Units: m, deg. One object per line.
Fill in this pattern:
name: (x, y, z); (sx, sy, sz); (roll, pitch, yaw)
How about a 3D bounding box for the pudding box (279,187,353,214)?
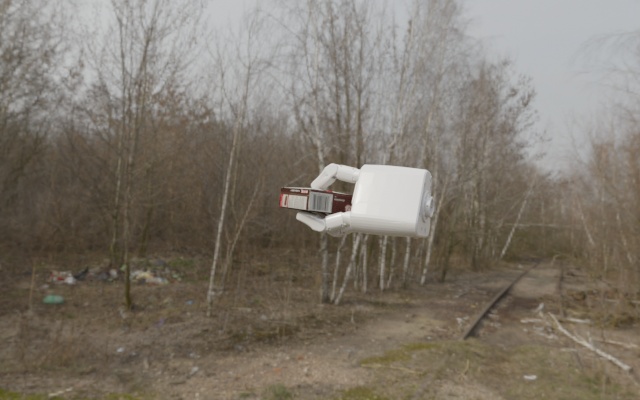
pudding box: (0.000, 0.002, 0.814); (0.113, 0.039, 0.090); (10, -3, -36)
